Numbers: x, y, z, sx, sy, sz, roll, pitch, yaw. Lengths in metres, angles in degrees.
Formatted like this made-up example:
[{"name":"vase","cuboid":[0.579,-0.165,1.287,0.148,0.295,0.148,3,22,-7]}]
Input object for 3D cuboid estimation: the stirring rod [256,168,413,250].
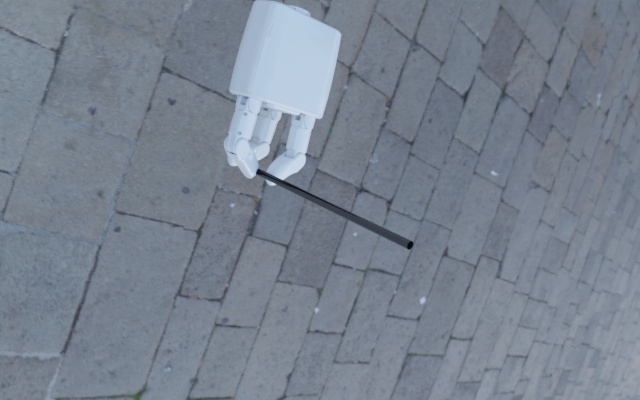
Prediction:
[{"name":"stirring rod","cuboid":[0.000,0.001,0.490,0.011,0.011,0.239,0,18,-42]}]
